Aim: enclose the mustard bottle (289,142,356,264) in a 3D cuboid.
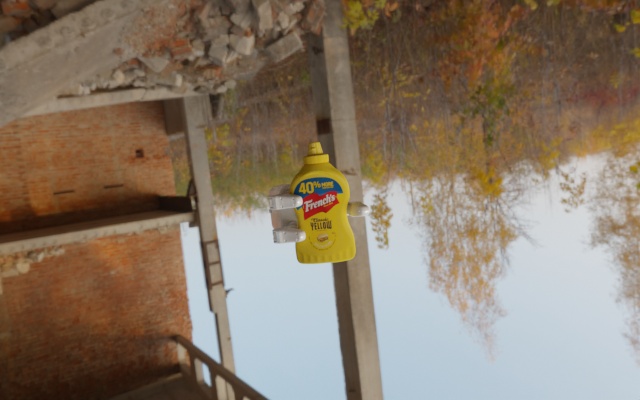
[{"bbox_3d":[0.000,0.003,0.767,0.096,0.191,0.058,-5,6,8],"label":"mustard bottle"}]
